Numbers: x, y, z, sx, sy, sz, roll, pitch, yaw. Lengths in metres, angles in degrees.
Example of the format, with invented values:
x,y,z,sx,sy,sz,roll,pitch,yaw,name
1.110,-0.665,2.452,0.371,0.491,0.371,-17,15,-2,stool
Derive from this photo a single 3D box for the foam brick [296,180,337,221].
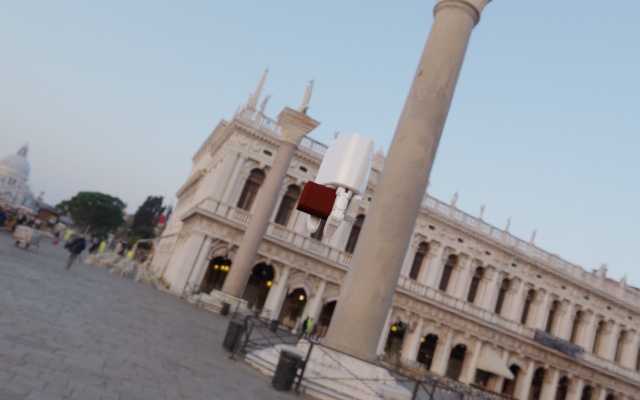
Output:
x,y,z,sx,sy,sz,roll,pitch,yaw,name
0.000,0.003,0.895,0.078,0.051,0.053,21,-13,-8,foam brick
